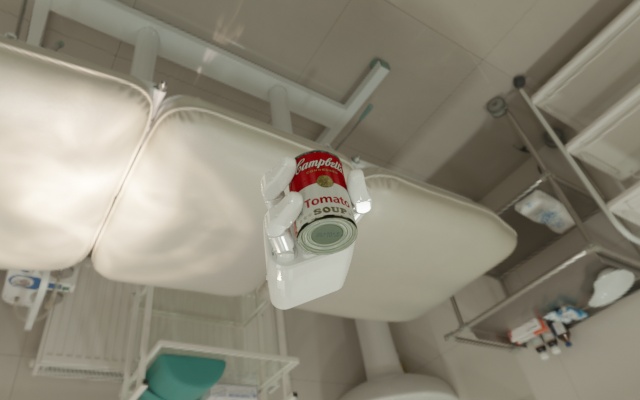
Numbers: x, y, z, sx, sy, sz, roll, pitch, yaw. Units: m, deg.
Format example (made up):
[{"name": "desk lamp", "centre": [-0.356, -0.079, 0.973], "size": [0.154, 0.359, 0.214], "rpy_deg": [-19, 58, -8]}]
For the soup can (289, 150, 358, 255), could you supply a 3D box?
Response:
[{"name": "soup can", "centre": [0.000, 0.002, 0.539], "size": [0.068, 0.102, 0.069], "rpy_deg": [-6, -41, -5]}]
